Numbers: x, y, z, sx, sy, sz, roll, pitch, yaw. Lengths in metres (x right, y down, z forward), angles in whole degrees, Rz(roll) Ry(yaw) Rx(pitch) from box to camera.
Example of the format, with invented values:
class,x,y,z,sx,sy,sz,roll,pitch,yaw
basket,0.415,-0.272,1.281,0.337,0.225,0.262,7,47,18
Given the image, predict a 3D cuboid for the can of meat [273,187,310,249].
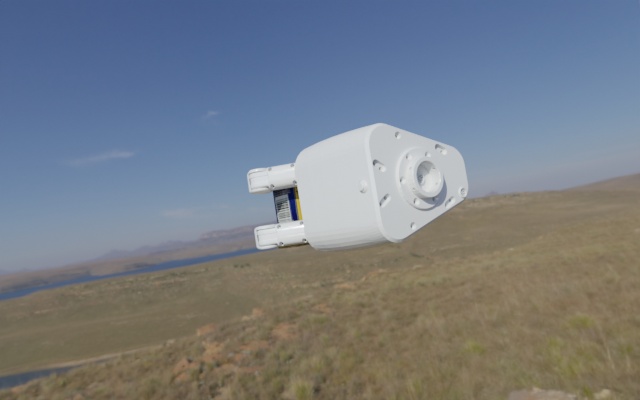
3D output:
class,x,y,z,sx,sy,sz,roll,pitch,yaw
can of meat,0.000,0.001,0.506,0.102,0.084,0.057,-7,-3,-30
